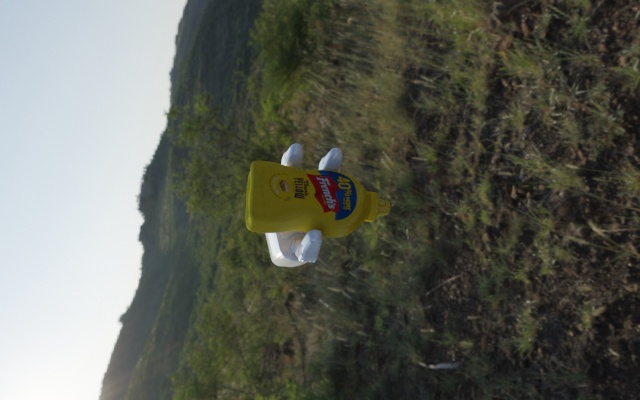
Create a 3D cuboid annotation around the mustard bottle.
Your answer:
[{"bbox_3d":[0.000,0.002,0.631,0.191,0.096,0.058,6,-38,-14],"label":"mustard bottle"}]
